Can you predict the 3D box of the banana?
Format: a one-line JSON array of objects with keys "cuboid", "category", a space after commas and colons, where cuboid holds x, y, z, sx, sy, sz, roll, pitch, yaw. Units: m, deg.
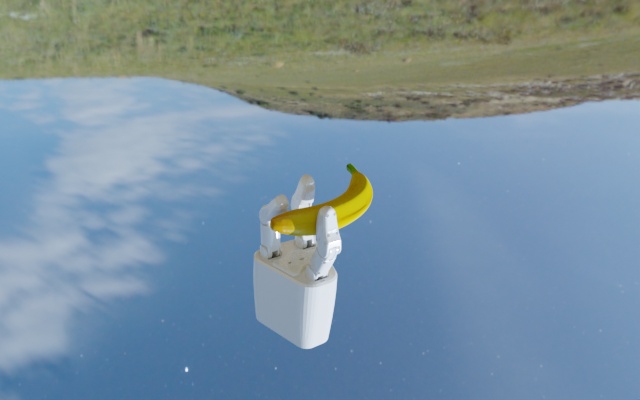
[{"cuboid": [0.018, 0.007, 0.616, 0.069, 0.037, 0.197, 21, 32, 25], "category": "banana"}]
